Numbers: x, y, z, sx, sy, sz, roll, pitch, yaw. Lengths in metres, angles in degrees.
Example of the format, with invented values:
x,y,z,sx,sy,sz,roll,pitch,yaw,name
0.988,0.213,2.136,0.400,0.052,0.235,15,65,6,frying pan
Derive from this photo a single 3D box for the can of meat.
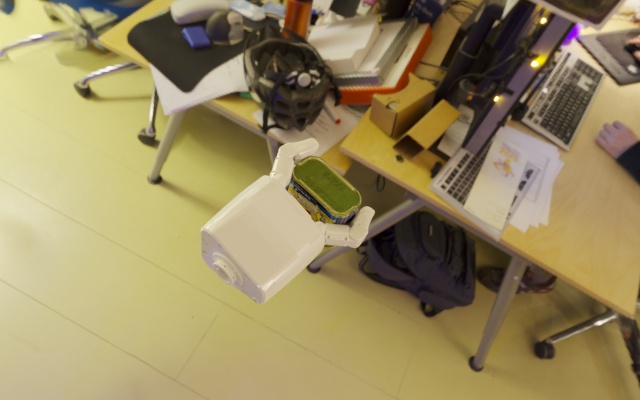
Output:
x,y,z,sx,sy,sz,roll,pitch,yaw,name
0.000,0.002,0.636,0.057,0.102,0.084,-38,-18,-31,can of meat
